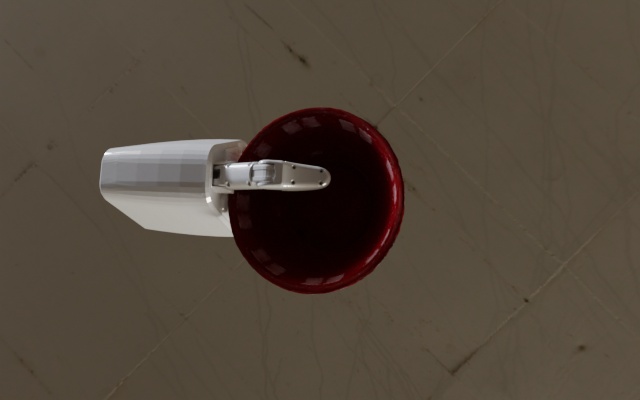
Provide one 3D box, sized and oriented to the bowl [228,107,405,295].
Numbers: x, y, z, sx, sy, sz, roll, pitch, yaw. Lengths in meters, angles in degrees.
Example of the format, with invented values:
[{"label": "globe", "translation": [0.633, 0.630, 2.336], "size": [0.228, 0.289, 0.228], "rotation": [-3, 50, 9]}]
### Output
[{"label": "bowl", "translation": [0.001, 0.002, 0.432], "size": [0.162, 0.162, 0.055], "rotation": [0, -7, 20]}]
